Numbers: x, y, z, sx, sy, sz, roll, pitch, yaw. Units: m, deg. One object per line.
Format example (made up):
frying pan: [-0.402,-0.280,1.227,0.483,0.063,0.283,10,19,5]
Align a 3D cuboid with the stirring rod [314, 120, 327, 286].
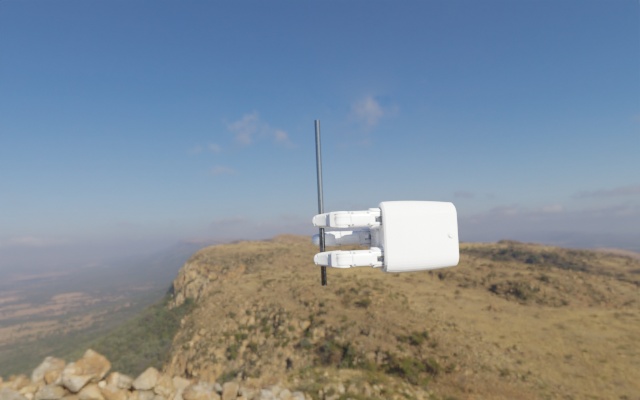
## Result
stirring rod: [0.000,0.002,0.693,0.011,0.239,0.011,-2,-4,0]
